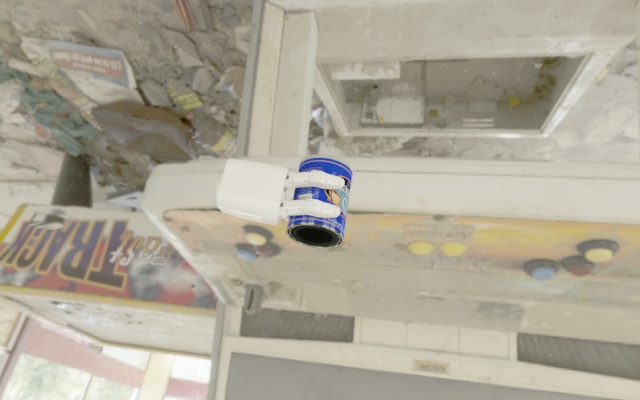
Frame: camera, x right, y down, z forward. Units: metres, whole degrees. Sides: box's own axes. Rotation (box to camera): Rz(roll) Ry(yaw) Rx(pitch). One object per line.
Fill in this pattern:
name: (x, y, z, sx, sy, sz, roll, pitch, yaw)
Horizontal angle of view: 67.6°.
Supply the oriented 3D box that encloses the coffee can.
coffee can: (0.000, 0.003, 0.862, 0.103, 0.140, 0.103, 8, -27, 4)
